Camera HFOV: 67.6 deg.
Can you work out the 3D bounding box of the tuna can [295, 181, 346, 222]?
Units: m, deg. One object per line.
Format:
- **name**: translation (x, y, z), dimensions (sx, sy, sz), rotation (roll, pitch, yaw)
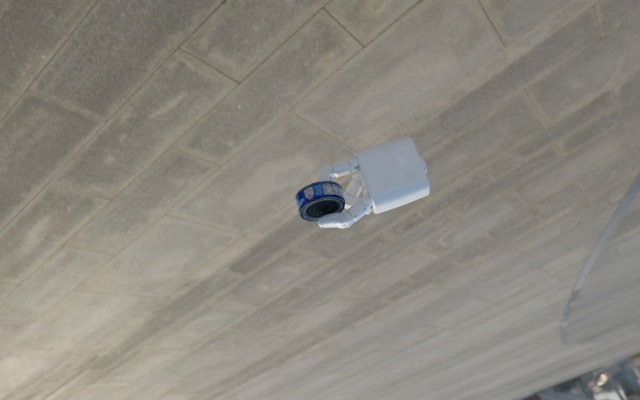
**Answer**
- **tuna can**: translation (0.000, 0.003, 0.839), dimensions (0.086, 0.033, 0.086), rotation (-11, -29, -6)
